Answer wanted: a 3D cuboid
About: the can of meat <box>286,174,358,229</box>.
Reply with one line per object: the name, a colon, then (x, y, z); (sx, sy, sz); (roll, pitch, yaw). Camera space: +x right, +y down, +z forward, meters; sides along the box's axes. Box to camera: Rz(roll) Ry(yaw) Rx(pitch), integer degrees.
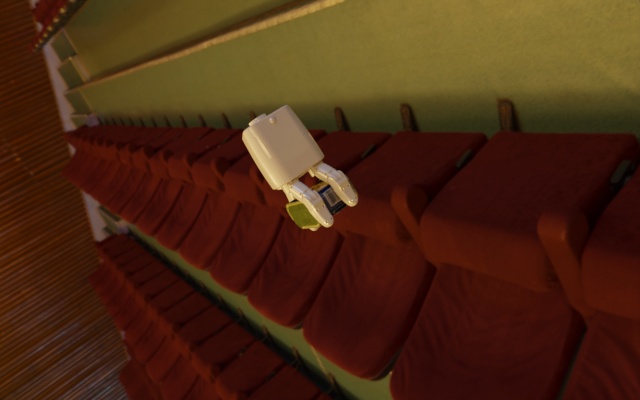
can of meat: (0.000, 0.003, 0.799); (0.084, 0.057, 0.102); (-36, 10, -25)
